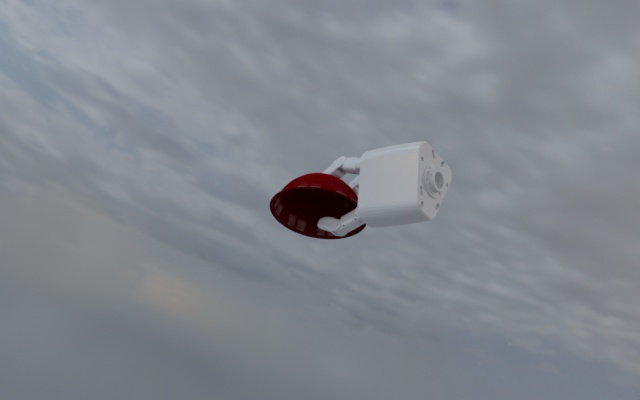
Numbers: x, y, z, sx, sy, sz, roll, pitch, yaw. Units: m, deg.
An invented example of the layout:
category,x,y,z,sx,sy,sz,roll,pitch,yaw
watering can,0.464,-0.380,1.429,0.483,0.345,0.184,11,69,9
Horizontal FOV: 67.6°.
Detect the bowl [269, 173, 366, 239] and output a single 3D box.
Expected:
category,x,y,z,sx,sy,sz,roll,pitch,yaw
bowl,-0.001,0.002,0.793,0.162,0.055,0.162,7,-33,5
